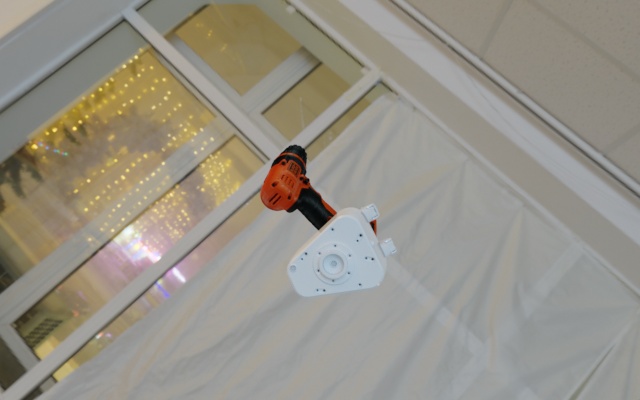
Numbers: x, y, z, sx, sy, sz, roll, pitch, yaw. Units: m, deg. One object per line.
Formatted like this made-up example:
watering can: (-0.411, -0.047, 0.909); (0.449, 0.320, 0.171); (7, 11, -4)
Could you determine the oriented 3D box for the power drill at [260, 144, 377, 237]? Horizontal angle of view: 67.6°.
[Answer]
power drill: (0.000, 0.003, 0.723); (0.188, 0.057, 0.184); (39, 25, -11)
